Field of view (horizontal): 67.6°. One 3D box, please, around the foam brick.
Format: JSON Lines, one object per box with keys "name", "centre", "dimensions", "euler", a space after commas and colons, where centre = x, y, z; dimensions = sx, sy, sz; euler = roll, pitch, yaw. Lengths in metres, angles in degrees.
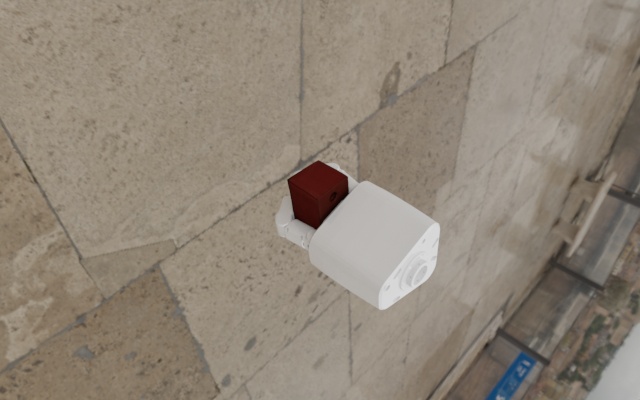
{"name": "foam brick", "centre": [0.000, 0.002, 0.574], "dimensions": [0.053, 0.078, 0.051], "euler": [-37, 50, -28]}
